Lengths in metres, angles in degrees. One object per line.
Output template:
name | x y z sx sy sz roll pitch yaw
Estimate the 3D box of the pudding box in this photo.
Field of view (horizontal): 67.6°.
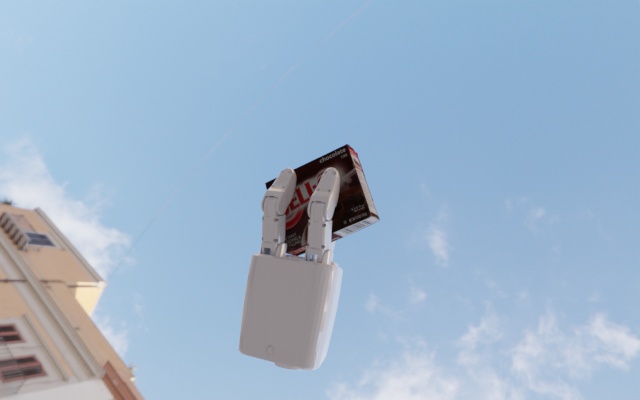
pudding box | 0.000 0.002 0.539 0.113 0.090 0.039 -23 -21 17
